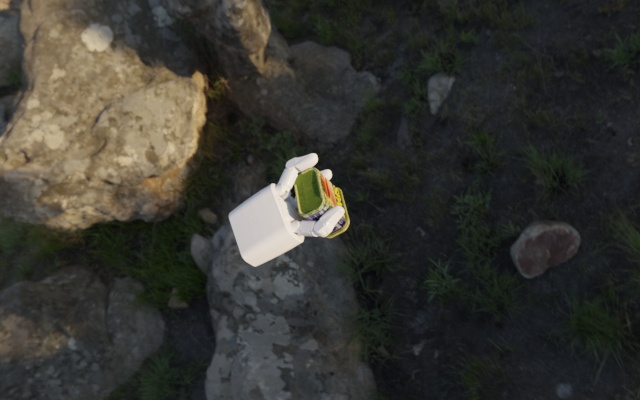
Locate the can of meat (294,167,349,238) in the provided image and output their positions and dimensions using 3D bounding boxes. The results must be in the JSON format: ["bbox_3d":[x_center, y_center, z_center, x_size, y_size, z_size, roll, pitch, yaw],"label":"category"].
[{"bbox_3d":[0.000,0.003,0.845,0.057,0.102,0.084,-28,-41,19],"label":"can of meat"}]
